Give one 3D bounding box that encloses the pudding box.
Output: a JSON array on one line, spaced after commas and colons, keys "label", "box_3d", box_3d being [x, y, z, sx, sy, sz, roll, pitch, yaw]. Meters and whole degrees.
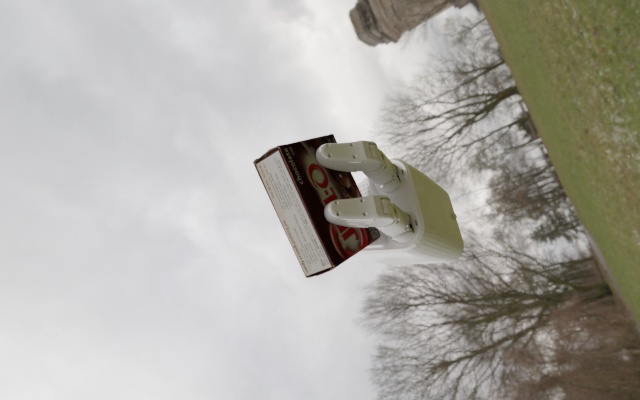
[{"label": "pudding box", "box_3d": [0.000, 0.001, 0.429, 0.039, 0.113, 0.090, -28, -3, 33]}]
